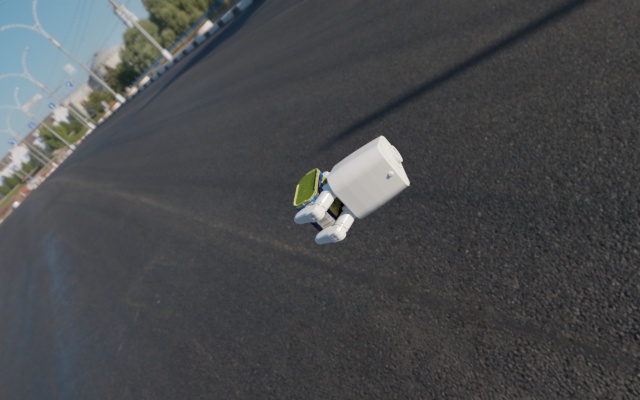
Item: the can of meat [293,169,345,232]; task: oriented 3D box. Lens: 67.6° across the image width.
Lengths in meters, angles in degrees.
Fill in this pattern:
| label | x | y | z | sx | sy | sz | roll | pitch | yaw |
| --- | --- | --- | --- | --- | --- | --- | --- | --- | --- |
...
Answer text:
| label | x | y | z | sx | sy | sz | roll | pitch | yaw |
| --- | --- | --- | --- | --- | --- | --- | --- | --- | --- |
| can of meat | 0.000 | 0.003 | 0.863 | 0.057 | 0.084 | 0.102 | -32 | 27 | 24 |
